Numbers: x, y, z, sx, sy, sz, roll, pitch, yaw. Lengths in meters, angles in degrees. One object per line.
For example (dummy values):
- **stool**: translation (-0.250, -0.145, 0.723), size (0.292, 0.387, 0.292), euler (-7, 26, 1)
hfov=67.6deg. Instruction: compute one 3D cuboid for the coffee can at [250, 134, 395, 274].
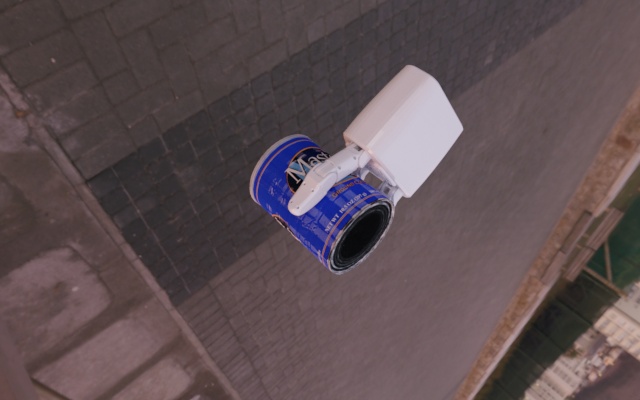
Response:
- **coffee can**: translation (0.000, 0.002, 0.556), size (0.140, 0.103, 0.103), euler (40, 22, 29)
